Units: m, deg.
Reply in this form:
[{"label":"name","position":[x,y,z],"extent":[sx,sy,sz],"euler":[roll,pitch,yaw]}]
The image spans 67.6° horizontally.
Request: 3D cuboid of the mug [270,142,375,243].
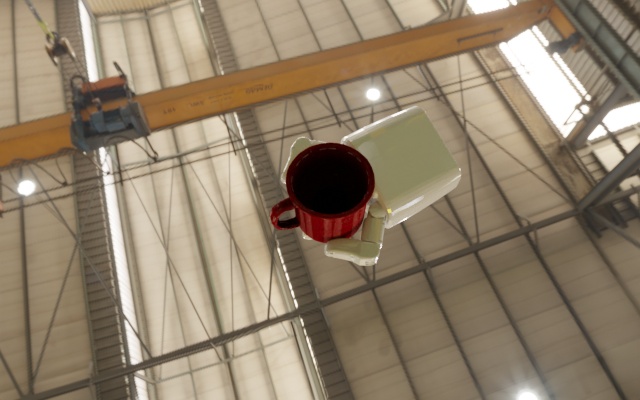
[{"label":"mug","position":[-0.001,0.003,0.527],"extent":[0.117,0.093,0.081],"euler":[-26,-25,-12]}]
